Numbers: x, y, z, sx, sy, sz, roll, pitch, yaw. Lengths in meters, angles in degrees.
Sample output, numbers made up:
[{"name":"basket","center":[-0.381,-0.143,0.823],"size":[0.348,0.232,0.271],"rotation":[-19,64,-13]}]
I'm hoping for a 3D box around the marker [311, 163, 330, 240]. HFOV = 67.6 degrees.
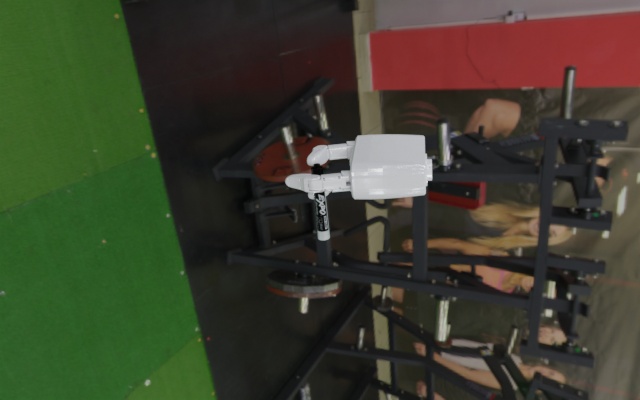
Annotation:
[{"name":"marker","center":[0.000,0.002,0.724],"size":[0.020,0.121,0.020],"rotation":[-5,20,2]}]
